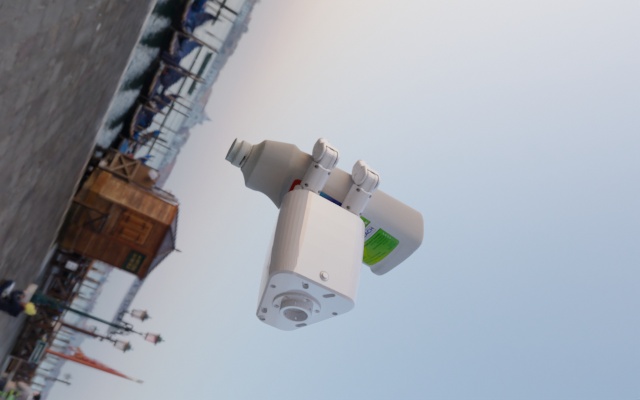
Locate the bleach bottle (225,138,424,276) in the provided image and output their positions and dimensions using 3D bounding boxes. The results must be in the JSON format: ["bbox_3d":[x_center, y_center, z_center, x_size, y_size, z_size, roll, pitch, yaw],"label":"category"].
[{"bbox_3d":[0.000,0.002,0.580,0.251,0.068,0.103,28,-46,-18],"label":"bleach bottle"}]
